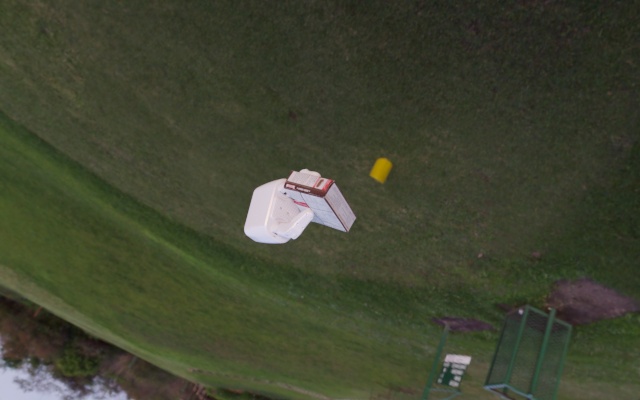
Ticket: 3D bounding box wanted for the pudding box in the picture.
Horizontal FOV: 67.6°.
[{"bbox_3d":[0.000,0.003,0.806,0.090,0.039,0.114,14,-25,34],"label":"pudding box"}]
